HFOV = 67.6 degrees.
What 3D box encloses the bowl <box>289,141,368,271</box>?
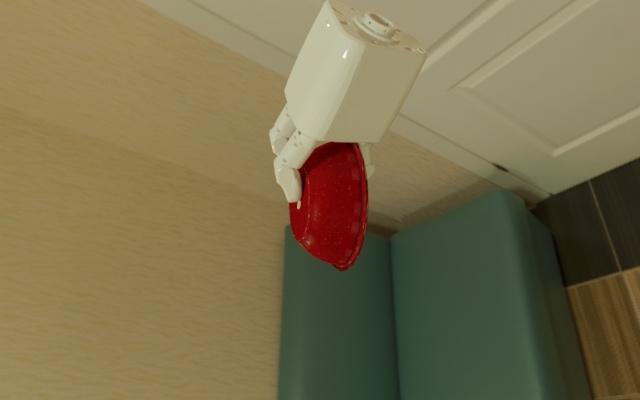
[{"bbox_3d":[-0.001,0.003,0.558,0.055,0.162,0.162,0,0,-17],"label":"bowl"}]
